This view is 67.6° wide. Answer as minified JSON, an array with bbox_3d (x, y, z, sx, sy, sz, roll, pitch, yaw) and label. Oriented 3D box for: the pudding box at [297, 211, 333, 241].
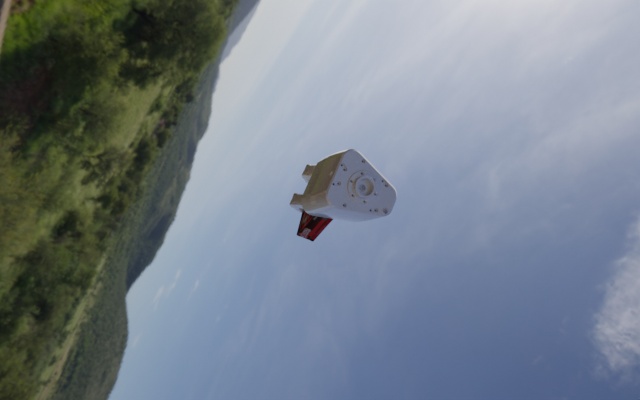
[{"bbox_3d":[0.000,0.003,0.835,0.039,0.113,0.090,26,-41,-13],"label":"pudding box"}]
